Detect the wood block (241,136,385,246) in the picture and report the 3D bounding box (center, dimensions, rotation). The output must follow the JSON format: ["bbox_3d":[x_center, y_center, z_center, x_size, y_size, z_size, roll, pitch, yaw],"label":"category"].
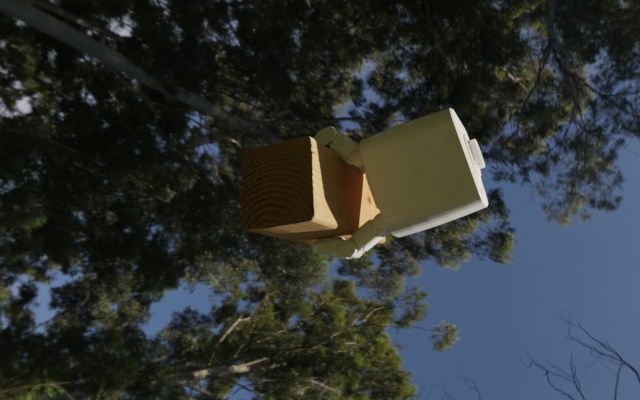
[{"bbox_3d":[0.001,0.002,0.582,0.090,0.090,0.206,-9,-15,26],"label":"wood block"}]
